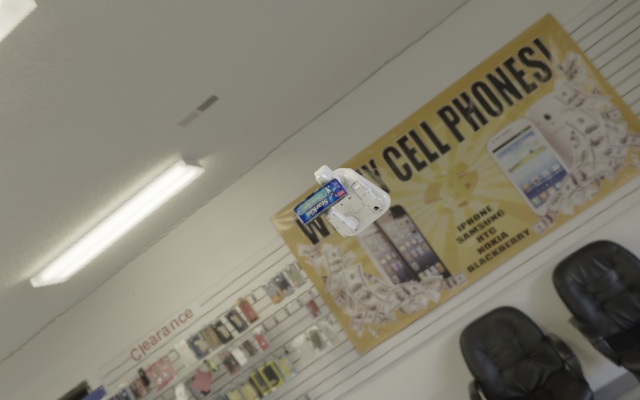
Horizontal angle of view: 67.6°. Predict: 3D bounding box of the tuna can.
[{"bbox_3d":[0.000,0.002,0.743,0.086,0.034,0.086,-36,-3,-2],"label":"tuna can"}]
